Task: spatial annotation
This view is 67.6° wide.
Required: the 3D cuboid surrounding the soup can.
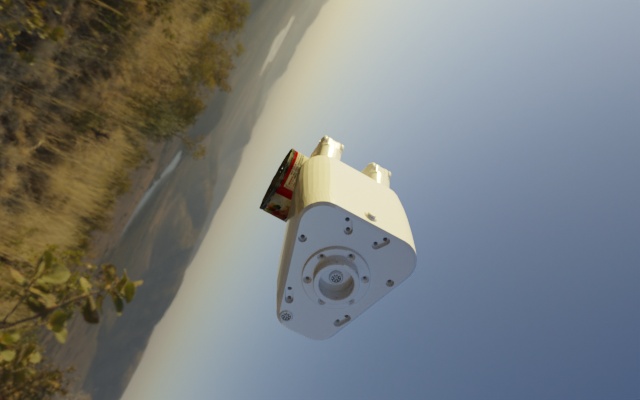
[{"bbox_3d":[0.000,0.002,0.477,0.102,0.068,0.068,28,-5,-10],"label":"soup can"}]
